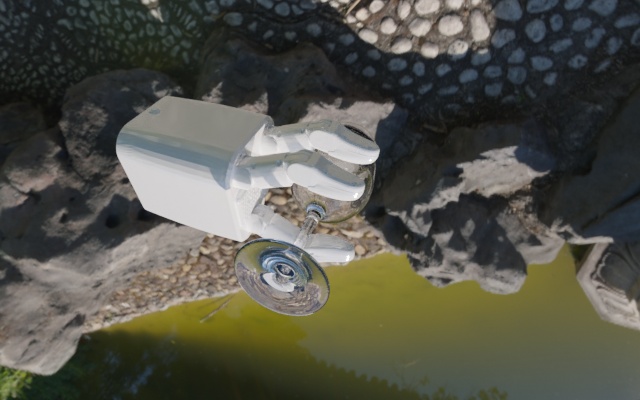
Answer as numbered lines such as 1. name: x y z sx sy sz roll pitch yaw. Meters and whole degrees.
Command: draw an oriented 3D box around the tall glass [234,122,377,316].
1. tall glass: 0.000 0.002 0.421 0.079 0.079 0.201 0 34 21
